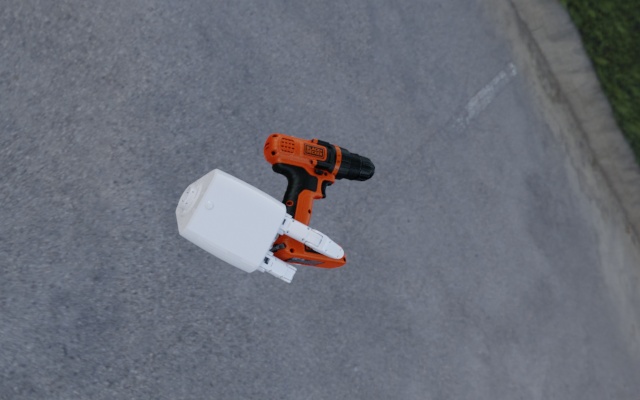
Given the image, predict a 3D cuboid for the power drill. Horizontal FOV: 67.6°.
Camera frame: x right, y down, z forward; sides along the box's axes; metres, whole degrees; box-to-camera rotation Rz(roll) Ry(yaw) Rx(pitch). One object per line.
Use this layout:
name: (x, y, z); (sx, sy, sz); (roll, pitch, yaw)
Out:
power drill: (0.000, 0.003, 0.705); (0.184, 0.187, 0.057); (10, -21, -25)
